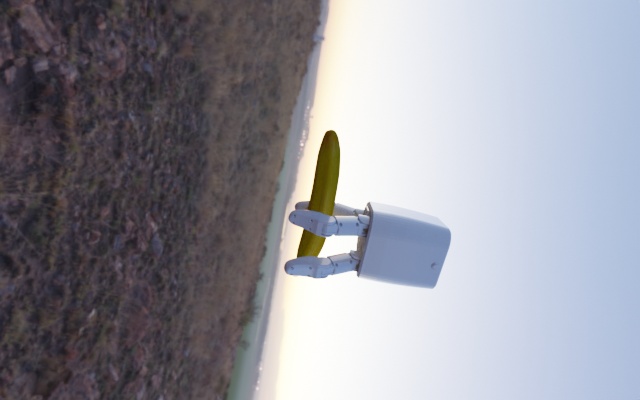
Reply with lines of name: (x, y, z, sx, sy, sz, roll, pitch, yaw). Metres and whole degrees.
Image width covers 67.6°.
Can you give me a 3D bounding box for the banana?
banana: (0.001, 0.004, 0.647, 0.037, 0.198, 0.069, 13, 5, 3)
